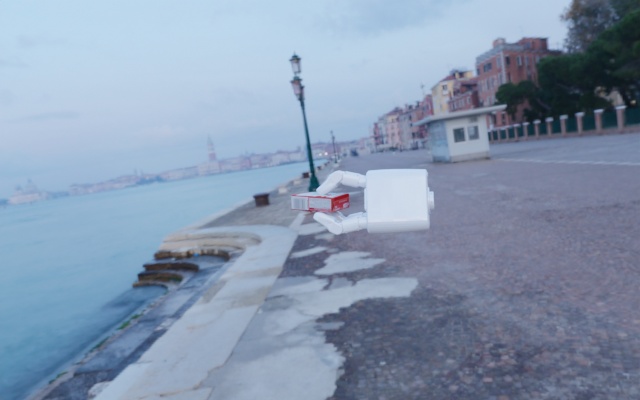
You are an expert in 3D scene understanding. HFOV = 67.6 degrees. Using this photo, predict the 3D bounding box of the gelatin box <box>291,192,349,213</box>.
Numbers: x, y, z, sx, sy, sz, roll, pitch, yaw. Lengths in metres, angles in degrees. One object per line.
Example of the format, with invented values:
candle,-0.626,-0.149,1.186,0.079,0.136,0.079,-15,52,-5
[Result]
gelatin box,0.000,0.002,0.893,0.089,0.030,0.073,4,8,27
